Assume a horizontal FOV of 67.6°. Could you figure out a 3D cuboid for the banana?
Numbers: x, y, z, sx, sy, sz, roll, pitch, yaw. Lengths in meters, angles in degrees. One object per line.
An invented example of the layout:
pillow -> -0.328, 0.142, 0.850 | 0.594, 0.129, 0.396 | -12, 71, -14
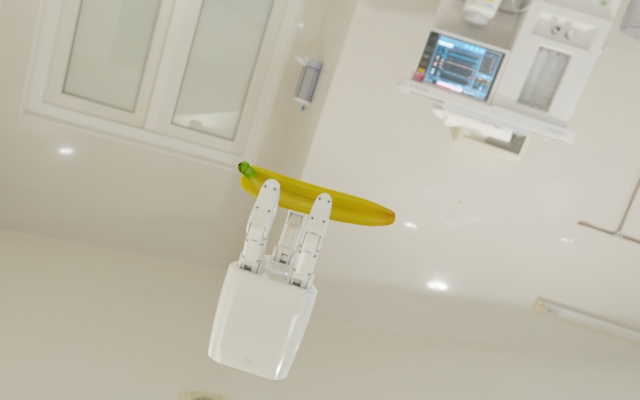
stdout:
banana -> -0.010, -0.001, 0.544 | 0.198, 0.037, 0.069 | 16, 0, -25
